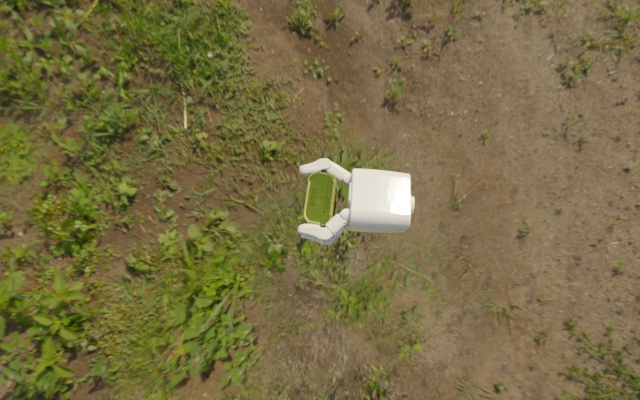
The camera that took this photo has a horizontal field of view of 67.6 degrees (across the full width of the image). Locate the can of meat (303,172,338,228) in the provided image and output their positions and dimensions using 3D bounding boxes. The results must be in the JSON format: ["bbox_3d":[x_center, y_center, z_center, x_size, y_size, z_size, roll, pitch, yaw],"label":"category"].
[{"bbox_3d":[0.000,0.003,0.886,0.057,0.102,0.084,7,-9,3],"label":"can of meat"}]
